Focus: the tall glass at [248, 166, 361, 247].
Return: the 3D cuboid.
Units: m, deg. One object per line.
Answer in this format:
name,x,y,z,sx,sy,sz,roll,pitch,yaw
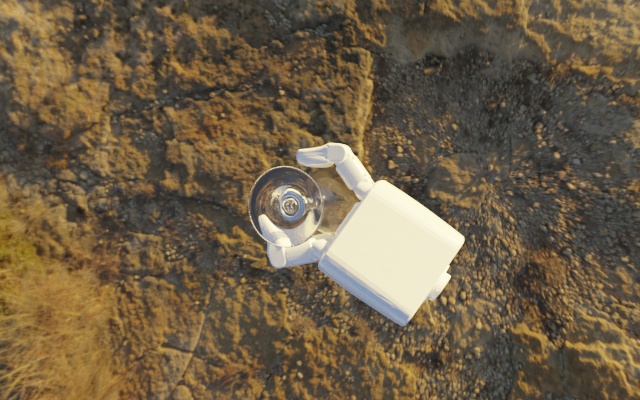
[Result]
tall glass,0.000,0.002,0.525,0.079,0.079,0.201,0,3,19
